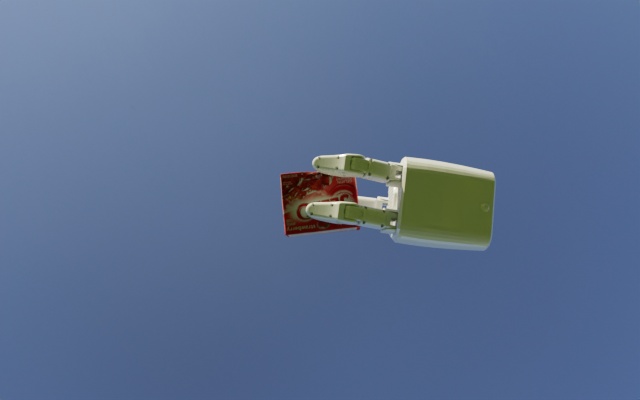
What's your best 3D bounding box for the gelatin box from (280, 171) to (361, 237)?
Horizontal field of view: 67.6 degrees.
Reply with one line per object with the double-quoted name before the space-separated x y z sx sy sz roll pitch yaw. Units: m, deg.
"gelatin box" 0.000 0.002 0.561 0.089 0.073 0.030 -6 -10 2
